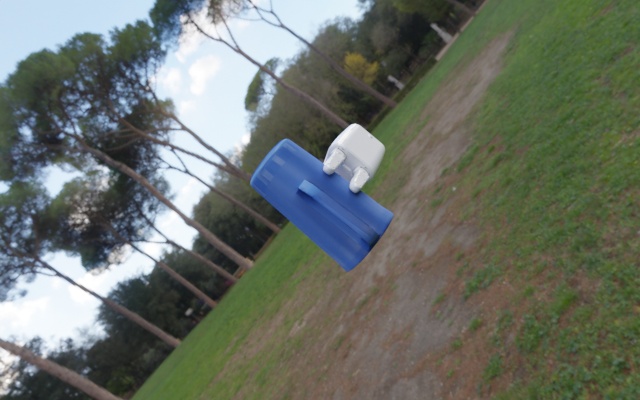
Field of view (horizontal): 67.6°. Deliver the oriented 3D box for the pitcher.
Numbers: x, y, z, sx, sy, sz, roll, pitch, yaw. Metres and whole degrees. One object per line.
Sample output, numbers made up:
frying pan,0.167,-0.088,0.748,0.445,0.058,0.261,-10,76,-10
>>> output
pitcher,0.000,0.003,0.840,0.149,0.243,0.145,-50,3,42
